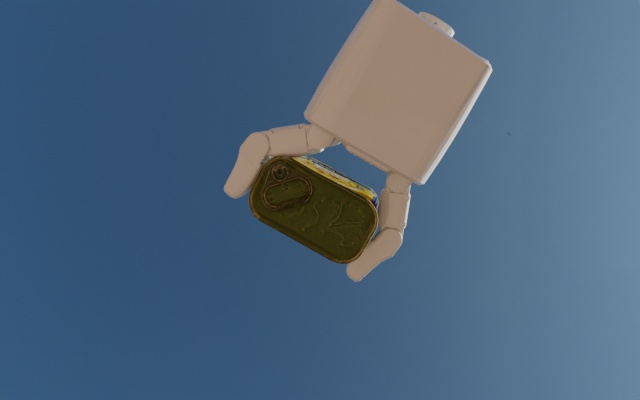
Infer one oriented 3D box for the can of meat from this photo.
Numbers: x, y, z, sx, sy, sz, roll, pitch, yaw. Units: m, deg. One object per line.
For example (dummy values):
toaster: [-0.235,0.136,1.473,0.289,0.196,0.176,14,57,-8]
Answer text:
can of meat: [0.000,0.001,0.413,0.102,0.057,0.084,28,13,4]
